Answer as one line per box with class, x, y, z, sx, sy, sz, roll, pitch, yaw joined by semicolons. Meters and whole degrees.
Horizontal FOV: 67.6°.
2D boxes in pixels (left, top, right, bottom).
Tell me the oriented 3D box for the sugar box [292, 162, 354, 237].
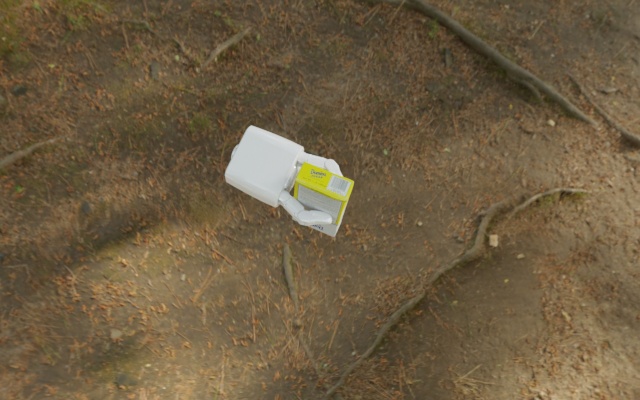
sugar box;0.000;0.002;0.858;0.093;0.048;0.176;23;-21;4
